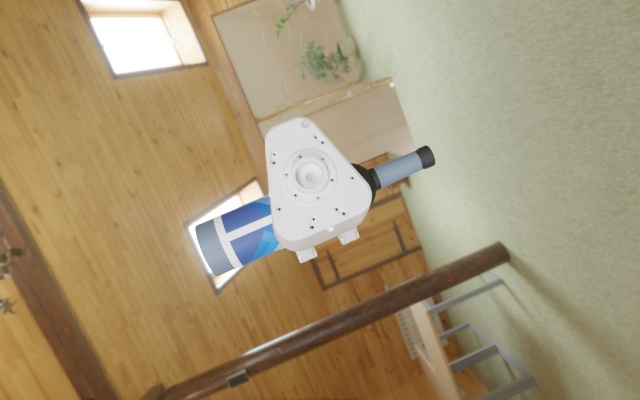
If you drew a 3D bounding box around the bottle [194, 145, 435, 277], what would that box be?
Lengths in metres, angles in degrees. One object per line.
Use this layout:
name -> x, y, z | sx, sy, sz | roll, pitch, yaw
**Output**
bottle -> 0.000, 0.002, 0.575 | 0.295, 0.069, 0.069 | -23, 2, -5
